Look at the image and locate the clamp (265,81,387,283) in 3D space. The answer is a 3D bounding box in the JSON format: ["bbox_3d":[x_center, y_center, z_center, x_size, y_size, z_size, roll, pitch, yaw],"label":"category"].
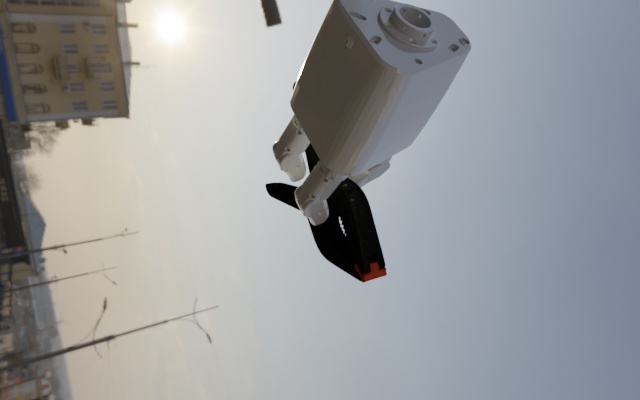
[{"bbox_3d":[0.001,0.002,0.505,0.036,0.210,0.165,-12,-30,-29],"label":"clamp"}]
